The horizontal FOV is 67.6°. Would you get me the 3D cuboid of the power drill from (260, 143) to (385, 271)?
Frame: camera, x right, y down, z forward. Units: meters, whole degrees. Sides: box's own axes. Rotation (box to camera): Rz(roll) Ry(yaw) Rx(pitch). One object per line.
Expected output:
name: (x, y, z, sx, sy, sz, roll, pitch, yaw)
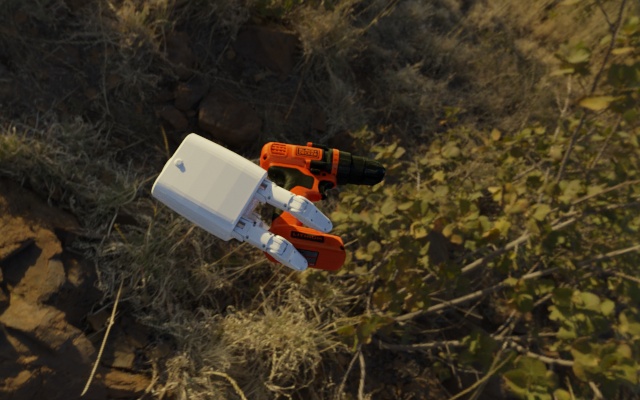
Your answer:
power drill: (0.000, 0.002, 0.660, 0.184, 0.187, 0.057, 7, -40, -3)
